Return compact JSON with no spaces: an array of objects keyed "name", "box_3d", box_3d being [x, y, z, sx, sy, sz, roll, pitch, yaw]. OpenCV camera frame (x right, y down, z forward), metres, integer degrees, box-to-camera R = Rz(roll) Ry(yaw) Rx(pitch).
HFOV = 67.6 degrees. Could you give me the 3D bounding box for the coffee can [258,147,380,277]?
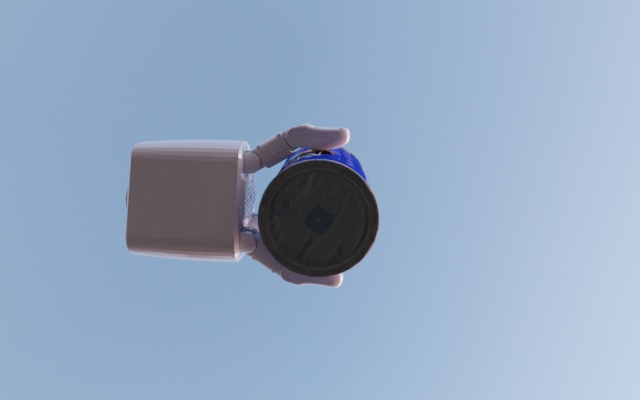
[{"name":"coffee can","box_3d":[0.000,0.001,0.467,0.103,0.103,0.140,0,13,2]}]
